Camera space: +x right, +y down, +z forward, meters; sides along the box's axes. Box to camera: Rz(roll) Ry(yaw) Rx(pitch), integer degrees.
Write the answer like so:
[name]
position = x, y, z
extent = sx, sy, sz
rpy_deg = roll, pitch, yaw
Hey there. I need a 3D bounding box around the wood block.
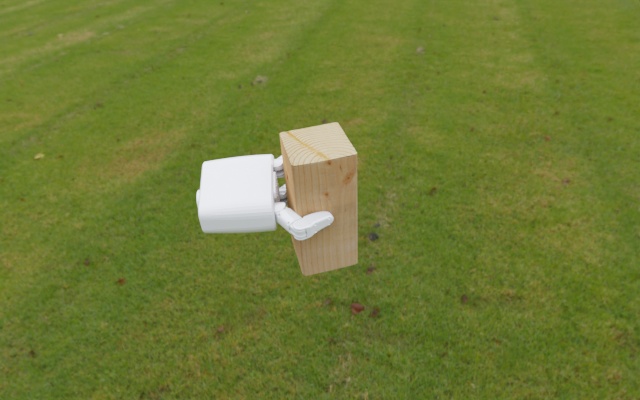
[wood block]
position = 0.000, 0.002, 0.710
extent = 0.090, 0.206, 0.090
rpy_deg = -12, 40, -10
